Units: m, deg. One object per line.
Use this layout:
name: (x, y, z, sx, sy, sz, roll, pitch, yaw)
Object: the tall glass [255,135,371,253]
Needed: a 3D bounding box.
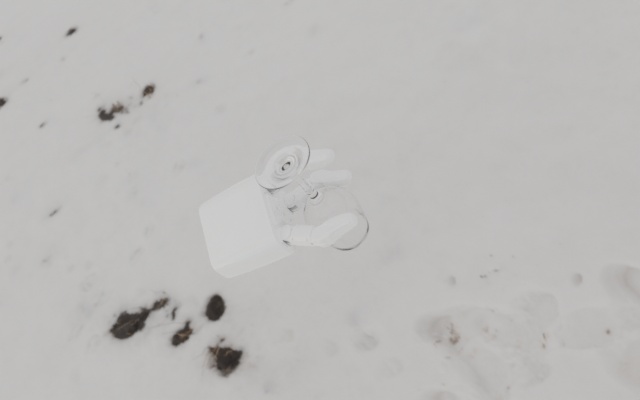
tall glass: (0.000, 0.002, 0.625, 0.079, 0.079, 0.201, 0, -28, 31)
